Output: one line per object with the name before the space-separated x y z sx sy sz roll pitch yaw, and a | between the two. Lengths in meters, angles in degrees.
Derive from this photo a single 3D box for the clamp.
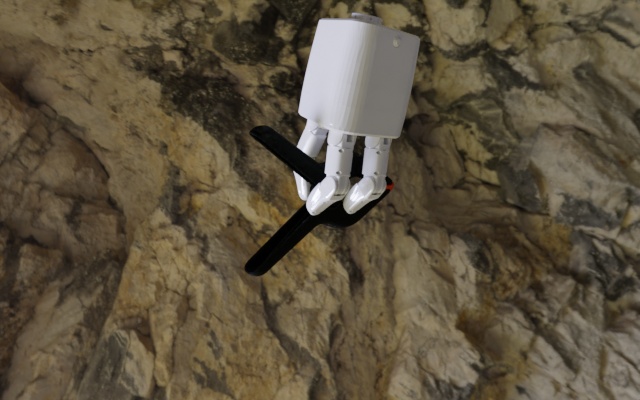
clamp | 0.000 0.001 0.553 0.210 0.164 0.036 -2 20 -40
